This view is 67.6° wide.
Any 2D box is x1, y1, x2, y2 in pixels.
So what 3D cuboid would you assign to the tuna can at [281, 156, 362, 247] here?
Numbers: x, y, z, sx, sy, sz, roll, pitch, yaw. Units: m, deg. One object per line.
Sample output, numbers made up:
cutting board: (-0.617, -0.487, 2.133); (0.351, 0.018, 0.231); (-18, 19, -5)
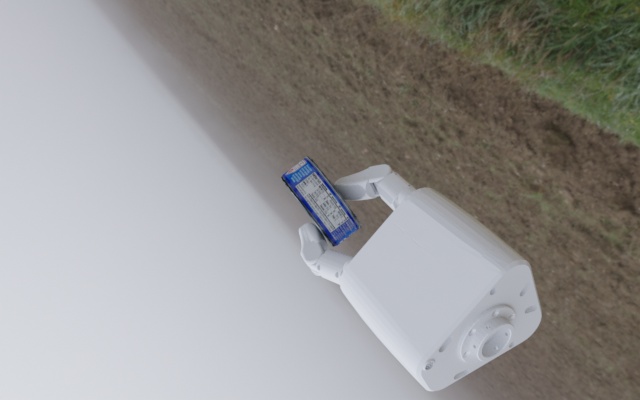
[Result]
tuna can: (0.000, 0.002, 0.452); (0.034, 0.086, 0.086); (-37, 1, -2)
